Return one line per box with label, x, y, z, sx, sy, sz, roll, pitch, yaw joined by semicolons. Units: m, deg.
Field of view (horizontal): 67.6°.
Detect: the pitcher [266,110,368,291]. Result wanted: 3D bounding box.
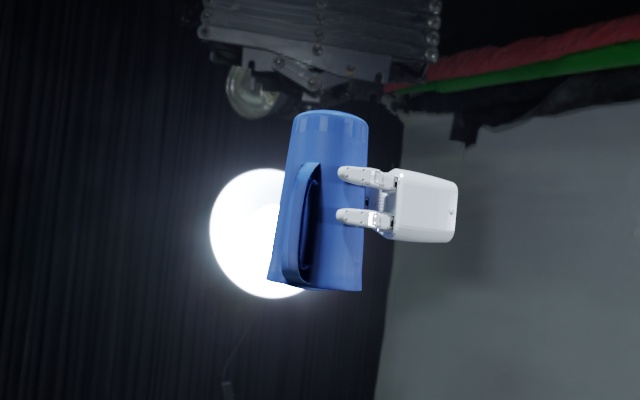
pitcher;0.000;0.002;0.660;0.145;0.243;0.149;9;-6;-25
